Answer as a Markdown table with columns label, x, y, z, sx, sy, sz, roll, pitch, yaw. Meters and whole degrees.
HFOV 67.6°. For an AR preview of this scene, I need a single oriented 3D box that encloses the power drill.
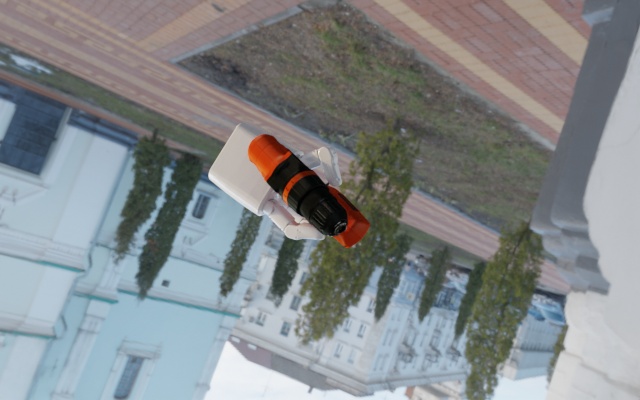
| label | x | y | z | sx | sy | sz | roll | pitch | yaw |
| --- | --- | --- | --- | --- | --- | --- | --- | --- | --- |
| power drill | 0.000 | 0.002 | 0.645 | 0.184 | 0.057 | 0.188 | 47 | 3 | 33 |
